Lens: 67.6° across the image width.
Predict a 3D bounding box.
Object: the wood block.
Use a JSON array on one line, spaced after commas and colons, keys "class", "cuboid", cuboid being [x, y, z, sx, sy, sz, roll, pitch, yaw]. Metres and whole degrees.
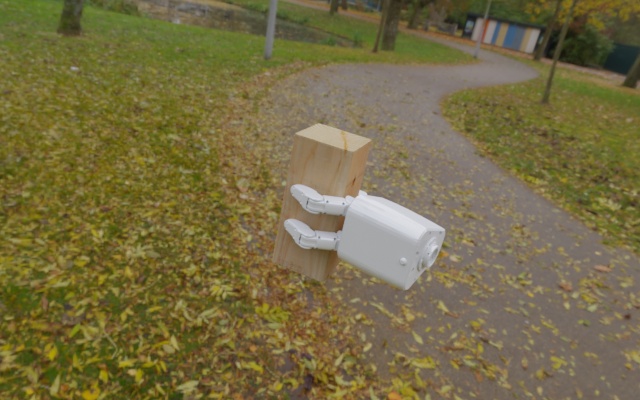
[{"class": "wood block", "cuboid": [0.001, 0.002, 0.714, 0.090, 0.206, 0.090, 20, 24, 16]}]
